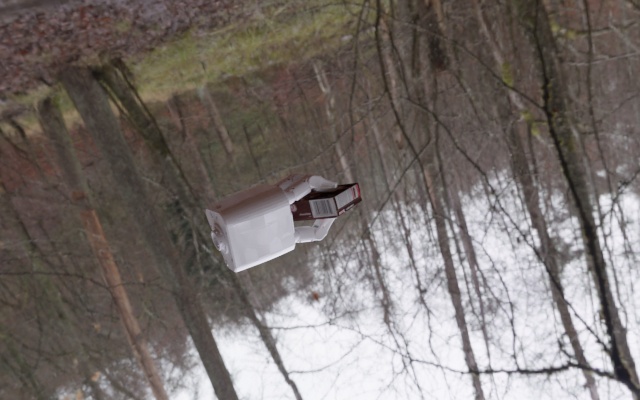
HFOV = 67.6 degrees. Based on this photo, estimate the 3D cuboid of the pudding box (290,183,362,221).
[{"bbox_3d":[0.000,0.003,0.809,0.113,0.039,0.090,-4,16,33],"label":"pudding box"}]
